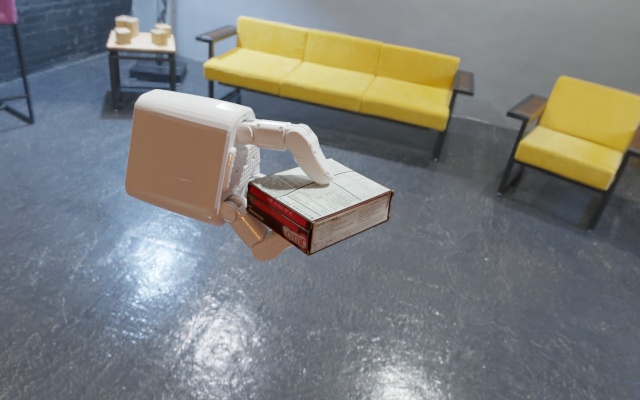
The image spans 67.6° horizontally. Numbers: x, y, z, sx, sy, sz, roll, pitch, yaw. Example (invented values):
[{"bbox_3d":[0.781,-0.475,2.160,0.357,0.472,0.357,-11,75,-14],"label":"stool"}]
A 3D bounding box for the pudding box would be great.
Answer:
[{"bbox_3d":[0.000,0.001,0.454,0.113,0.039,0.090,-21,40,-39],"label":"pudding box"}]
